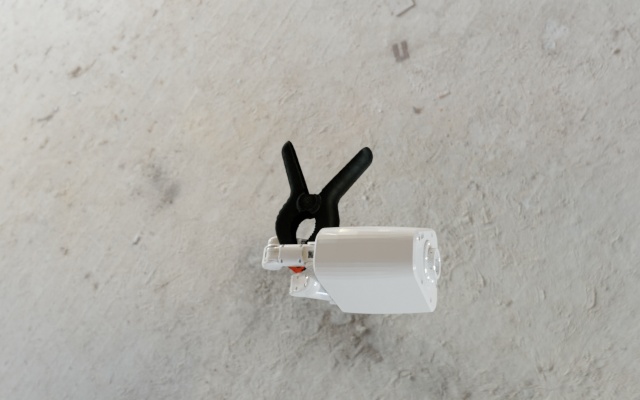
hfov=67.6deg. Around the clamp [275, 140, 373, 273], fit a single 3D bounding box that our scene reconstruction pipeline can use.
[{"bbox_3d":[0.000,0.002,0.574,0.120,0.171,0.039,-4,-21,25],"label":"clamp"}]
